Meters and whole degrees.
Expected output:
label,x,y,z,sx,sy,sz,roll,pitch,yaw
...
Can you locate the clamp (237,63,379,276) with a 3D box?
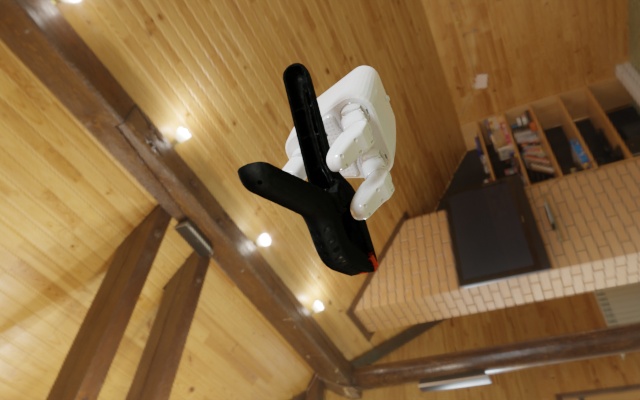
label,x,y,z,sx,sy,sz,roll,pitch,yaw
clamp,0.000,0.002,0.424,0.036,0.210,0.164,-13,30,24
